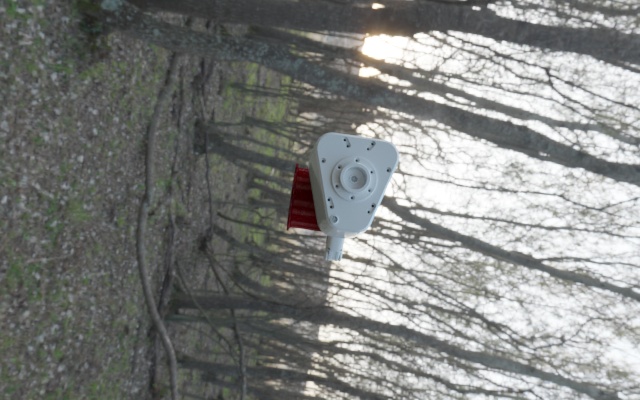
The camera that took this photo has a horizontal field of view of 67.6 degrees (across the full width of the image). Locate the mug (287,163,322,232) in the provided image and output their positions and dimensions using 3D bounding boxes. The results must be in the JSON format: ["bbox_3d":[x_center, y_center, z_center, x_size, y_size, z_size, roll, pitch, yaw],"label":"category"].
[{"bbox_3d":[0.000,0.002,0.665,0.081,0.093,0.117,8,-6,-2],"label":"mug"}]
